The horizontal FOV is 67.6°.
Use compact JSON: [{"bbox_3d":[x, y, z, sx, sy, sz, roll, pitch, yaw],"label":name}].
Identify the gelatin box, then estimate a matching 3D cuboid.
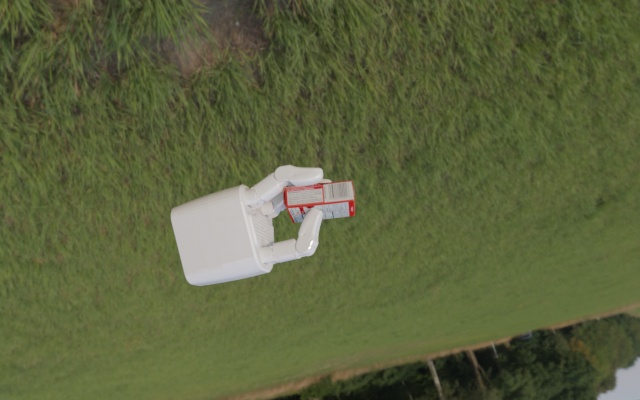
[{"bbox_3d":[0.000,0.002,0.625,0.089,0.030,0.073,-6,-18,3],"label":"gelatin box"}]
